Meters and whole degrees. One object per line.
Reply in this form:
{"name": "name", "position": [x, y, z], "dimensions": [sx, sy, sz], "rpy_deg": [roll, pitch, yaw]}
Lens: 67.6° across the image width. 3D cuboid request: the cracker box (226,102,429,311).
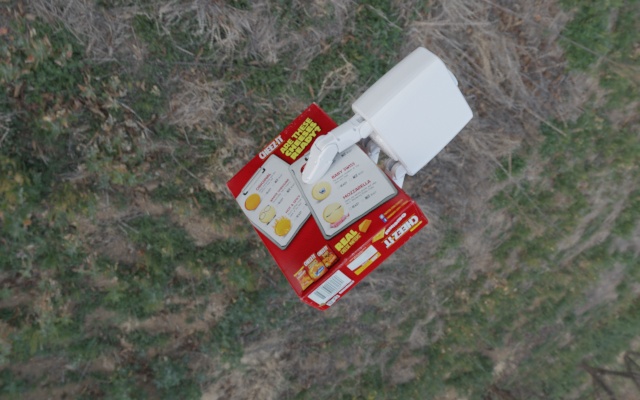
{"name": "cracker box", "position": [0.000, 0.002, 0.593], "dimensions": [0.213, 0.164, 0.072], "rpy_deg": [51, 4, 38]}
